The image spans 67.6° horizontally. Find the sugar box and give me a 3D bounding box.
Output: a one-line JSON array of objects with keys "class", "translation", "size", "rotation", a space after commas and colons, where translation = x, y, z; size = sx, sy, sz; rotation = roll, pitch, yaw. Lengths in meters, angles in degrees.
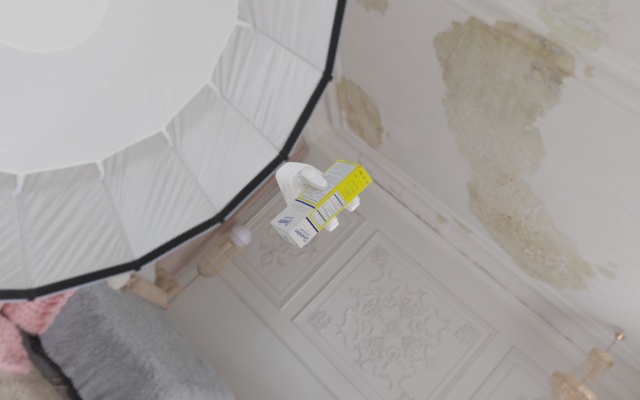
[{"class": "sugar box", "translation": [0.000, 0.003, 0.845], "size": [0.176, 0.048, 0.093], "rotation": [-45, 24, -10]}]
